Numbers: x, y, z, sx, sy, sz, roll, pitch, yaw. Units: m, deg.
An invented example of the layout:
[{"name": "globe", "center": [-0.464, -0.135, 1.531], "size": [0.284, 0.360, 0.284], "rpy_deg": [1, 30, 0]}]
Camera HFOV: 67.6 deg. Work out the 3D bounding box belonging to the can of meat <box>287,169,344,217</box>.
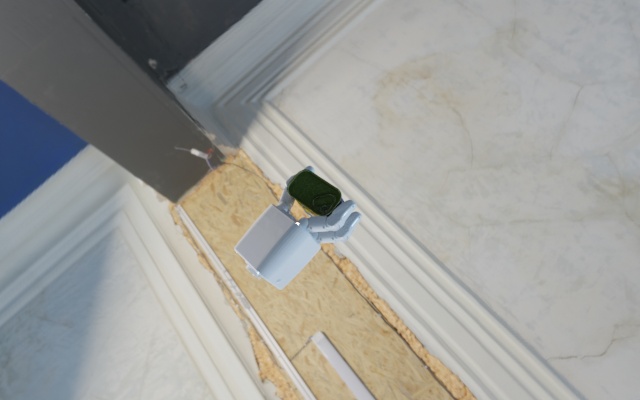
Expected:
[{"name": "can of meat", "center": [0.000, 0.003, 0.850], "size": [0.102, 0.057, 0.084], "rpy_deg": [34, -11, 29]}]
